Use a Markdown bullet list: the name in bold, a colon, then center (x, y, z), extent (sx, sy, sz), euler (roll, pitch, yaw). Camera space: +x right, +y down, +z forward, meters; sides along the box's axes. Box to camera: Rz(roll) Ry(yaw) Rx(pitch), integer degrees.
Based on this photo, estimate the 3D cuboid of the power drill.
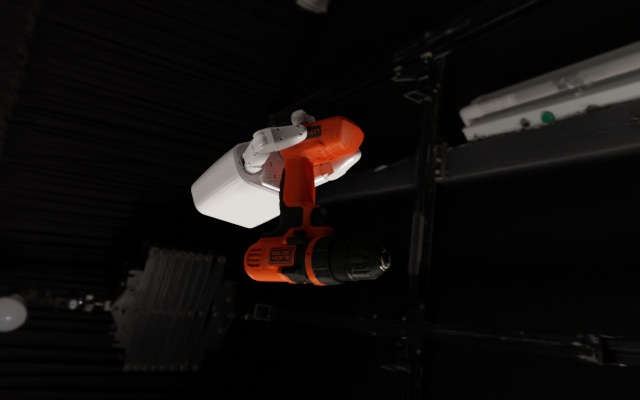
- **power drill**: center (0.000, 0.001, 0.537), extent (0.184, 0.187, 0.057), euler (-6, -25, 35)
